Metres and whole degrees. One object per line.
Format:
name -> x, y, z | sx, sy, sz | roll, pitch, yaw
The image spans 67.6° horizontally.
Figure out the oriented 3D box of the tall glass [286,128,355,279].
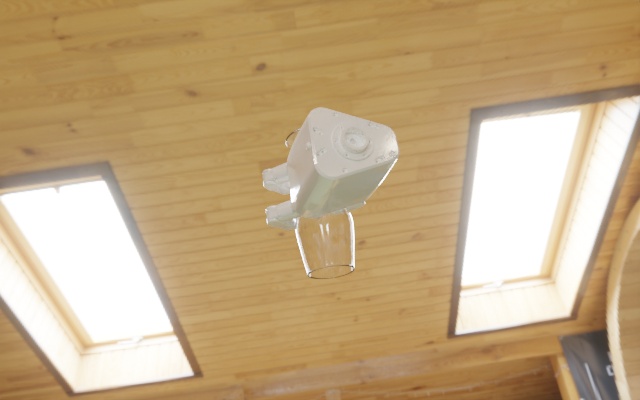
tall glass -> 0.000, 0.002, 0.653 | 0.079, 0.201, 0.079 | -7, -22, -3
